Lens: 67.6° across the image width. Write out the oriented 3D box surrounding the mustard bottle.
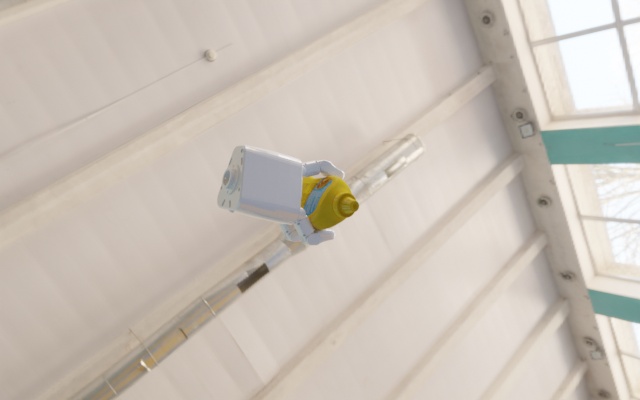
[{"bbox_3d":[0.000,0.003,0.818,0.058,0.096,0.191,42,-19,-28],"label":"mustard bottle"}]
